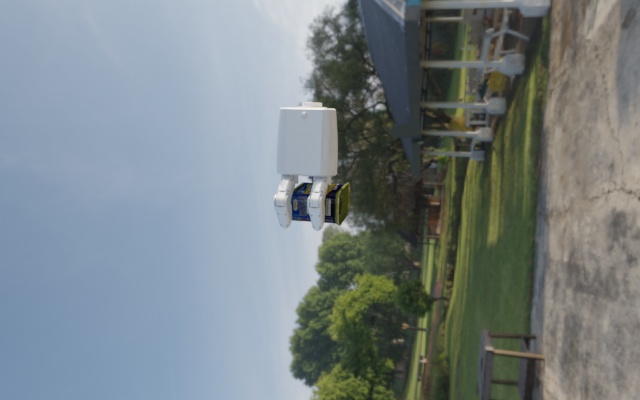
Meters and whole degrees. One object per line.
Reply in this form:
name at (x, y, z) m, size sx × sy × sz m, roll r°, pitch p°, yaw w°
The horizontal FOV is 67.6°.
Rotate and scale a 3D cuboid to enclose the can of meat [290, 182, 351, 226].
can of meat at (0.000, 0.003, 0.801) m, size 0.084 × 0.057 × 0.102 m, roll 4°, pitch 15°, yaw 13°
